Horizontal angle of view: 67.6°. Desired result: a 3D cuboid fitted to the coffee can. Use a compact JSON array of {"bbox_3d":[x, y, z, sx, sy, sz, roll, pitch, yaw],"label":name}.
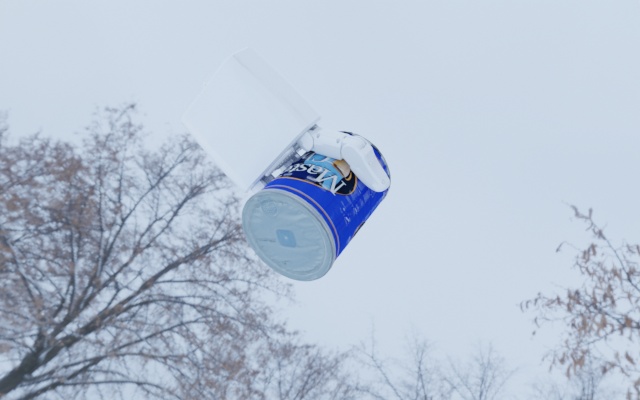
[{"bbox_3d":[0.000,0.002,0.502,0.103,0.103,0.140,0,30,34],"label":"coffee can"}]
